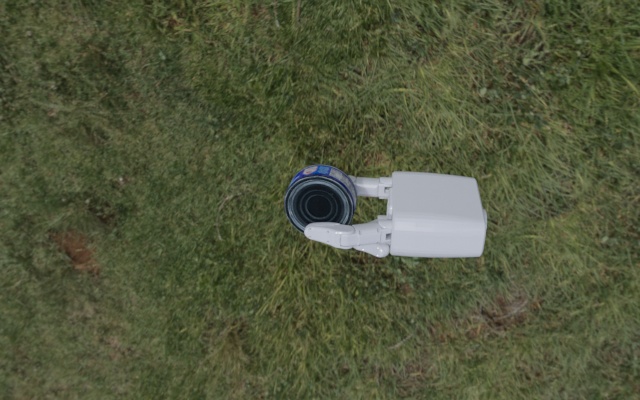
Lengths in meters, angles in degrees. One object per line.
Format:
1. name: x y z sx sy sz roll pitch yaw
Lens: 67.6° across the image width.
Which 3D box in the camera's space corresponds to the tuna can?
1. tuna can: 0.000 0.002 0.574 0.086 0.086 0.033 0 26 10
